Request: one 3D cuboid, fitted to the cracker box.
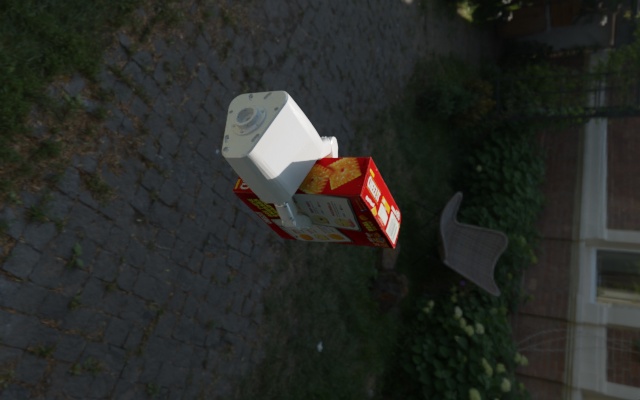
[{"bbox_3d":[0.000,0.003,0.742,0.213,0.072,0.164,3,-29,29],"label":"cracker box"}]
